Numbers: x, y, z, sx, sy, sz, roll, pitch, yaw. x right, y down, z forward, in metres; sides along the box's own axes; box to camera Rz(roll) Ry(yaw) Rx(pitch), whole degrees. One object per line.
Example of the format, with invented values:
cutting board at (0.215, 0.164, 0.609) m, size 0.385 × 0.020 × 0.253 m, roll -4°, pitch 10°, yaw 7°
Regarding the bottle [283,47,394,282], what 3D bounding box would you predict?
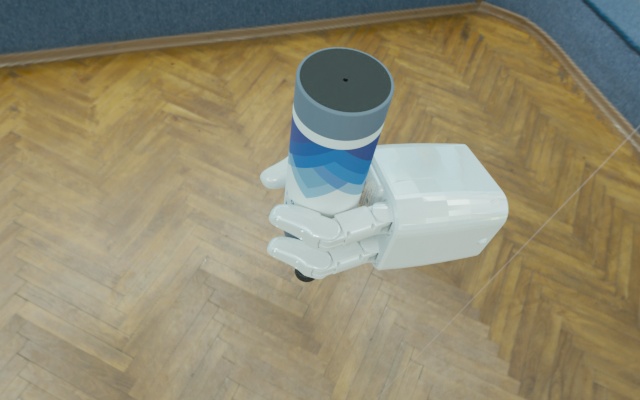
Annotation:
bottle at (0.000, 0.001, 0.438) m, size 0.069 × 0.069 × 0.296 m, roll 0°, pitch -34°, yaw -8°
